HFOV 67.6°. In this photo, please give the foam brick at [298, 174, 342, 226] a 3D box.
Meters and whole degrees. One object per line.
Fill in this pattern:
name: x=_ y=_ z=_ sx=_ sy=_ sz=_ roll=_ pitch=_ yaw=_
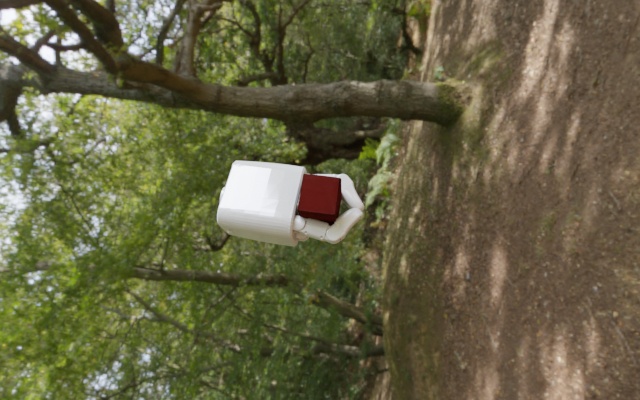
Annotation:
foam brick: x=0.000 y=0.002 z=0.652 sx=0.051 sy=0.053 sz=0.078 roll=8 pitch=-16 yaw=5
